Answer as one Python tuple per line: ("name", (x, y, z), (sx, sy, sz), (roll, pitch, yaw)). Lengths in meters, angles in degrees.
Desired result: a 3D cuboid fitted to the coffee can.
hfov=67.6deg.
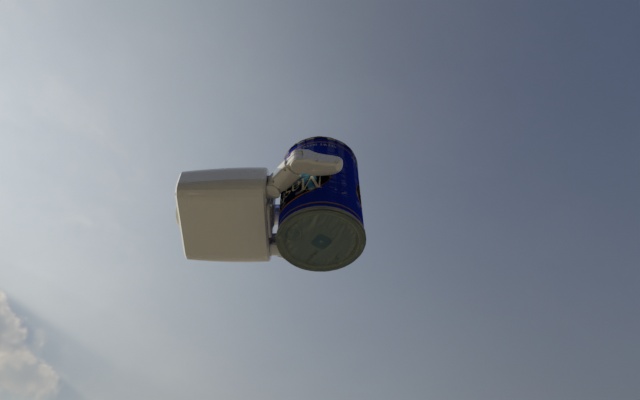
("coffee can", (0.000, 0.002, 0.592), (0.103, 0.103, 0.140), (0, 41, -1))
